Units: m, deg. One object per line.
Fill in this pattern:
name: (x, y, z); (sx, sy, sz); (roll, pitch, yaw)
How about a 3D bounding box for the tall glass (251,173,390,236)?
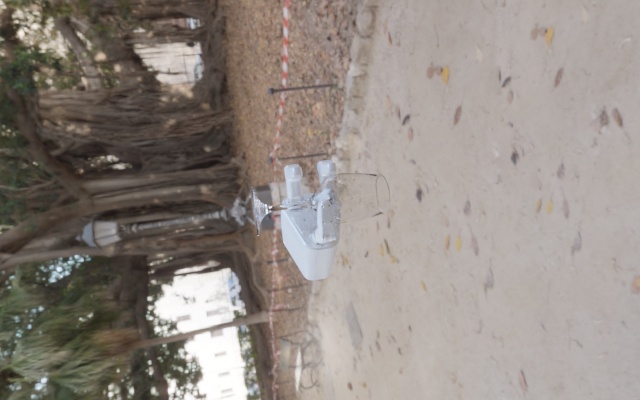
tall glass: (-0.001, 0.002, 0.719); (0.201, 0.079, 0.079); (-8, 1, -11)
